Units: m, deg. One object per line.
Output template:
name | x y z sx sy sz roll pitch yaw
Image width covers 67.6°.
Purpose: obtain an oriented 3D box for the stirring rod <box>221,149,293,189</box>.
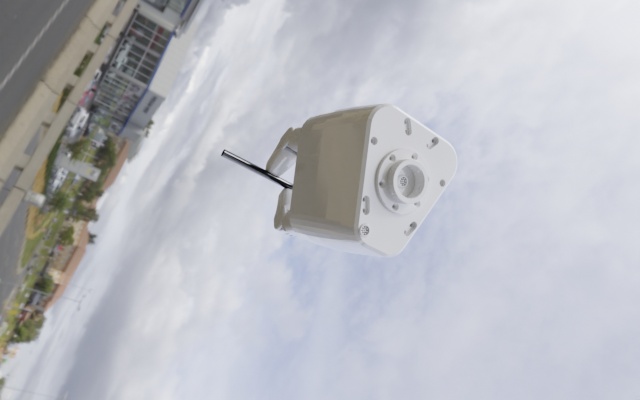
stirring rod | 0.000 0.002 0.523 0.239 0.011 0.011 27 -13 -27
